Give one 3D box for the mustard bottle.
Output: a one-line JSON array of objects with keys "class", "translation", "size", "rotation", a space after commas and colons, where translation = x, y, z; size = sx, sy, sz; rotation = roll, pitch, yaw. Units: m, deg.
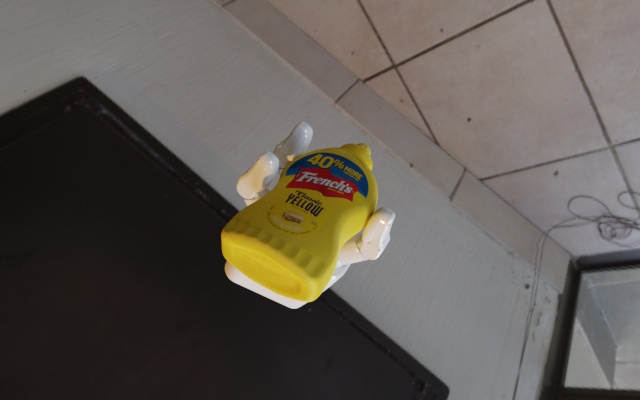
[{"class": "mustard bottle", "translation": [0.000, 0.001, 0.451], "size": [0.096, 0.058, 0.191], "rotation": [24, 46, 17]}]
